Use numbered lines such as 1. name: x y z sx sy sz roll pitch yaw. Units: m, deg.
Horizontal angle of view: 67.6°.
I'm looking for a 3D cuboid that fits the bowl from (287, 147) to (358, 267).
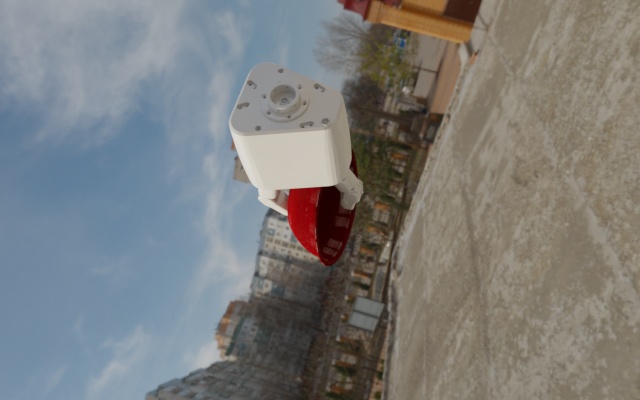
1. bowl: 0.000 0.003 0.626 0.055 0.162 0.162 8 3 20
